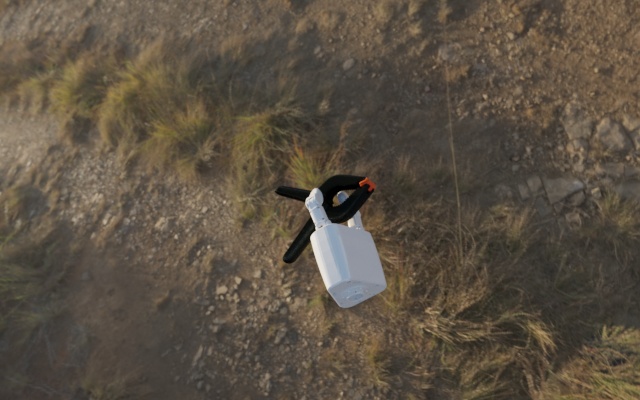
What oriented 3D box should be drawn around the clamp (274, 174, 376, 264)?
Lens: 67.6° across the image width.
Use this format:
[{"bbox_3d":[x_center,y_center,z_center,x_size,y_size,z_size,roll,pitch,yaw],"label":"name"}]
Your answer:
[{"bbox_3d":[0.000,0.003,0.881,0.210,0.164,0.036,-31,-35,19],"label":"clamp"}]
